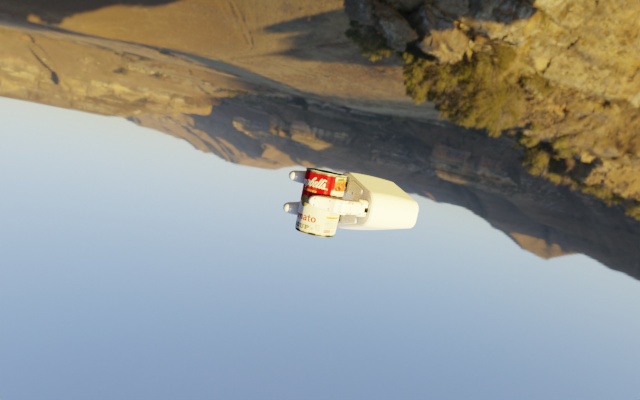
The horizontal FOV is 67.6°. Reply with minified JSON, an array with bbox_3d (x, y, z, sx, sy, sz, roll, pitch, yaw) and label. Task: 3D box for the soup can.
[{"bbox_3d":[0.000,0.003,0.778,0.068,0.102,0.068,11,7,-1],"label":"soup can"}]
